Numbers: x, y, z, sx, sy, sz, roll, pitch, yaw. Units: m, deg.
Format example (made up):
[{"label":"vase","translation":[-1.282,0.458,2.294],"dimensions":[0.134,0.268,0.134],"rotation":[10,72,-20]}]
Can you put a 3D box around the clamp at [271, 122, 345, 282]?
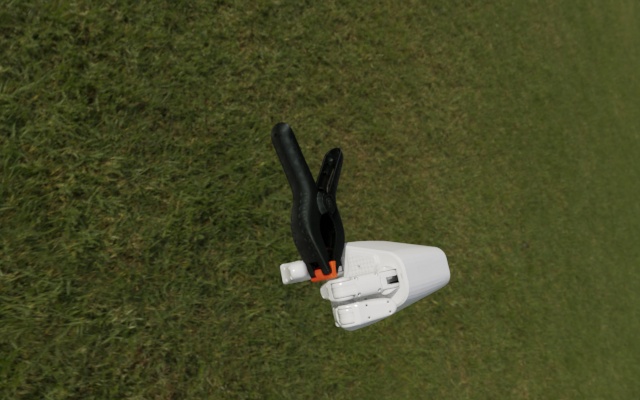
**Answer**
[{"label":"clamp","translation":[0.001,0.002,0.535],"dimensions":[0.039,0.171,0.120],"rotation":[-15,-9,38]}]
